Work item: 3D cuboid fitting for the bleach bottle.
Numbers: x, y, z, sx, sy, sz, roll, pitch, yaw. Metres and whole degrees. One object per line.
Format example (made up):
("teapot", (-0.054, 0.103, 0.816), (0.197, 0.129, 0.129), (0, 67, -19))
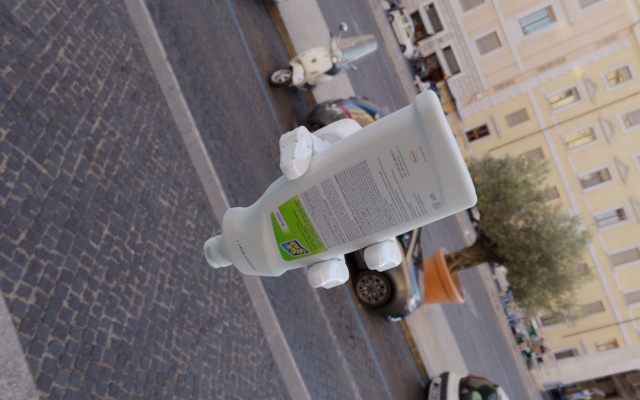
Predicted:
("bleach bottle", (0.000, 0.001, 0.426), (0.251, 0.102, 0.068), (-22, 13, 20))
